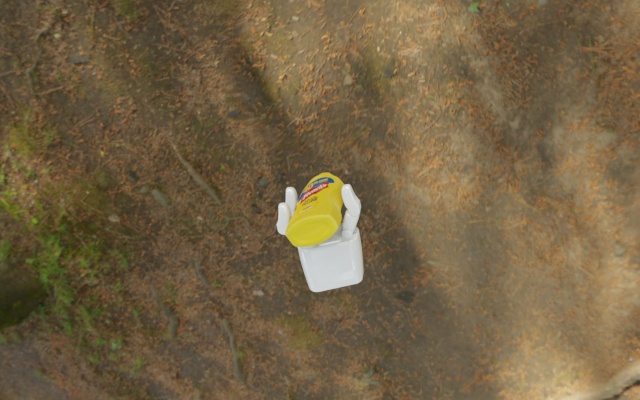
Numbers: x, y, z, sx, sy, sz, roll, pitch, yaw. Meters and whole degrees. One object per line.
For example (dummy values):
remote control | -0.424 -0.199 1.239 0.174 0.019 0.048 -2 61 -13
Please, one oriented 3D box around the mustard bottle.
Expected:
mustard bottle | 0.000 0.003 0.872 0.096 0.058 0.191 -26 23 24
